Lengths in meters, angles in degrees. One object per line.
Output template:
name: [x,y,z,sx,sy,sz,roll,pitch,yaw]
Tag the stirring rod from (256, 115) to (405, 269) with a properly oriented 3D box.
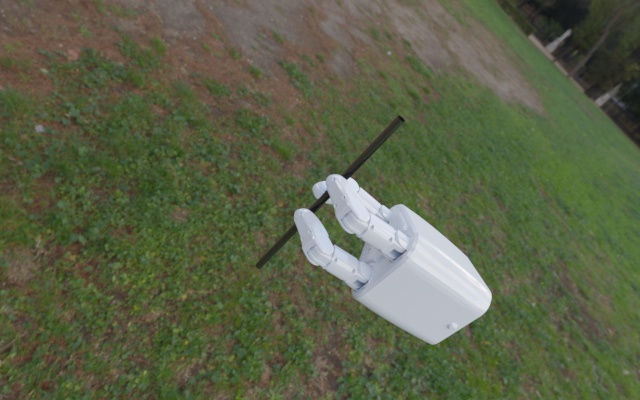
stirring rod: [0.000,0.002,0.483,0.011,0.011,0.240,0,-38,-48]
